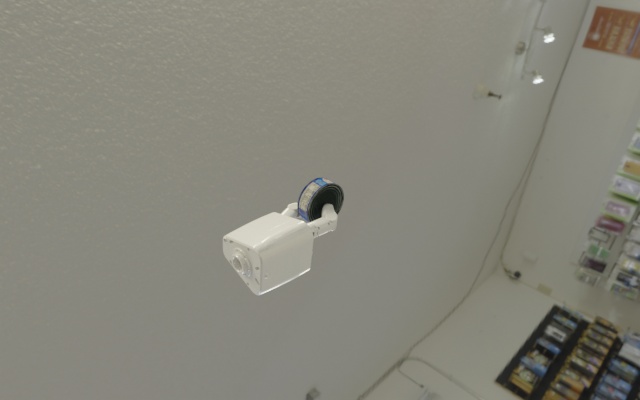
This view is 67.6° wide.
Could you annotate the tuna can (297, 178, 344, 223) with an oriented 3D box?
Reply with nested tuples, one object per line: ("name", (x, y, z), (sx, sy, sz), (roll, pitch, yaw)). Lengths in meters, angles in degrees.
("tuna can", (0.000, 0.003, 0.861), (0.086, 0.086, 0.033), (0, 25, -47))
